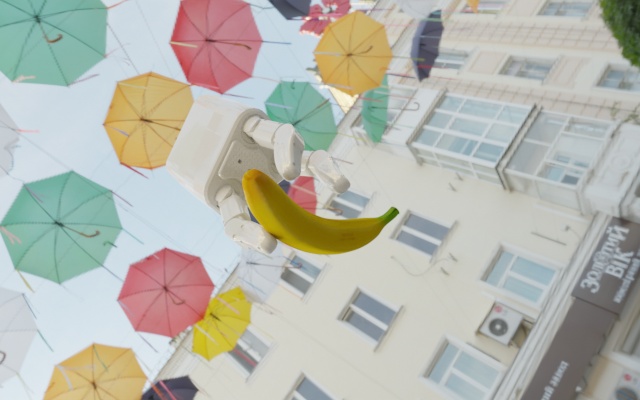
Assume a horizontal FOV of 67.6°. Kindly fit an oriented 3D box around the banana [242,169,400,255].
[{"bbox_3d":[-0.004,0.019,0.462,0.198,0.069,0.037,13,13,-44],"label":"banana"}]
